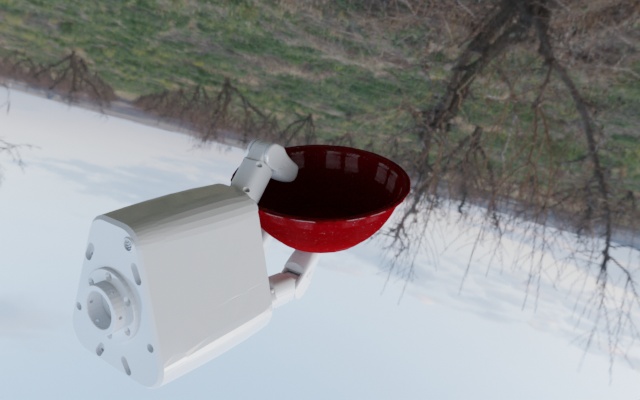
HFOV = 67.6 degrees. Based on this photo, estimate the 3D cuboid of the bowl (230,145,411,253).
[{"bbox_3d":[0.001,0.001,0.445,0.162,0.055,0.162,0,28,0],"label":"bowl"}]
